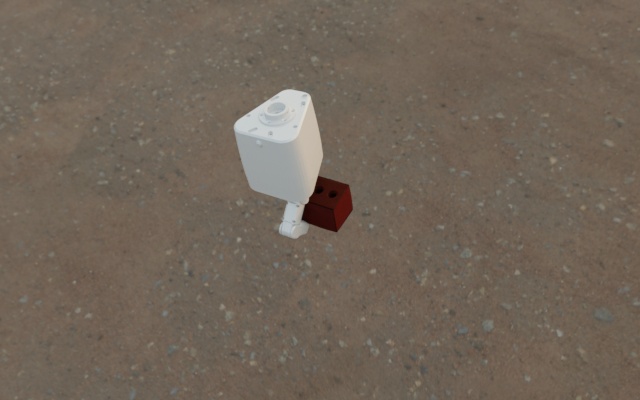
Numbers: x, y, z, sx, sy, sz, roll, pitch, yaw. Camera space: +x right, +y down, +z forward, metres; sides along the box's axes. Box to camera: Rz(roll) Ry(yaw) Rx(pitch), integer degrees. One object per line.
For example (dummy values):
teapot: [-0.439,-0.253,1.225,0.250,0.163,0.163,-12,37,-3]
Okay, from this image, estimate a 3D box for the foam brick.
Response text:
foam brick: [0.000,0.002,0.693,0.078,0.051,0.053,17,51,23]
